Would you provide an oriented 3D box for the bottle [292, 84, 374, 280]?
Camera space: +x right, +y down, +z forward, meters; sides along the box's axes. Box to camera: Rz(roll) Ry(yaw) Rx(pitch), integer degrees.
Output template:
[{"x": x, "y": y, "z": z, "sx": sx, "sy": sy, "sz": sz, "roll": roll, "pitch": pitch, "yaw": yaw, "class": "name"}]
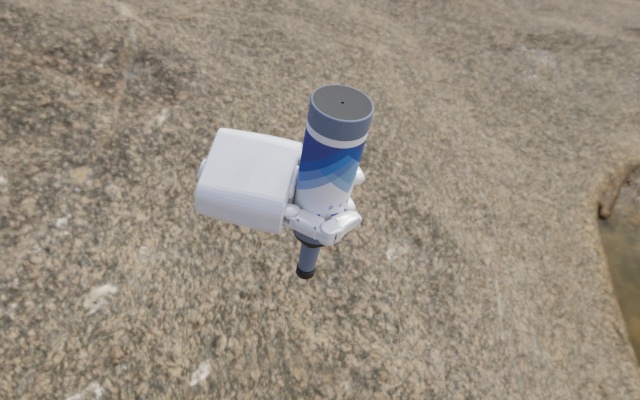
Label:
[{"x": 0.000, "y": 0.002, "z": 0.589, "sx": 0.069, "sy": 0.069, "sz": 0.296, "roll": 0, "pitch": -44, "yaw": -12, "class": "bottle"}]
